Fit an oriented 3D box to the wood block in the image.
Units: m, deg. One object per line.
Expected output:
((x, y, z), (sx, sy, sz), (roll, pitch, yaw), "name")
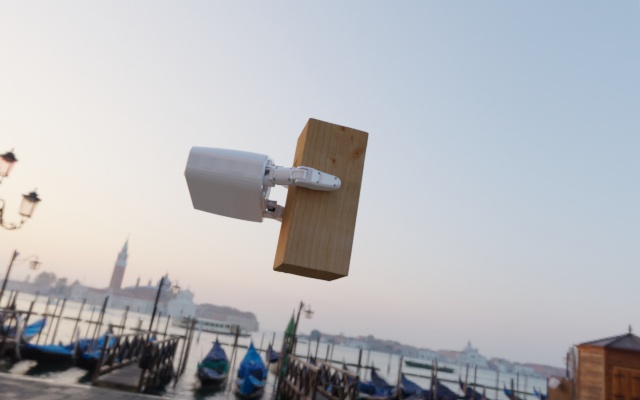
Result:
((0.000, 0.002, 0.677), (0.090, 0.206, 0.091), (13, -16, -11), "wood block")
